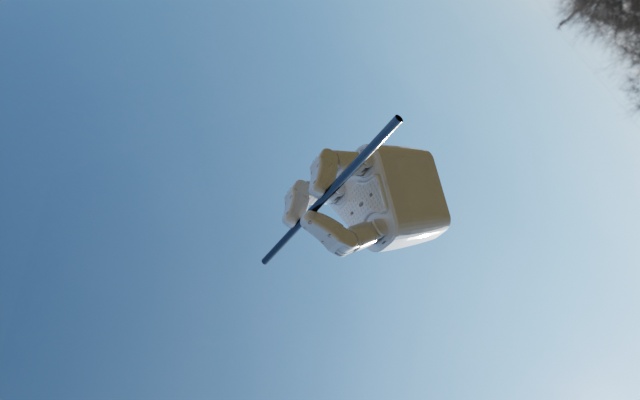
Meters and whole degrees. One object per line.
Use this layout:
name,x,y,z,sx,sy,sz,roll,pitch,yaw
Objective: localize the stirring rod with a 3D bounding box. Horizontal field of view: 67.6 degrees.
stirring rod,0.000,0.001,0.459,0.011,0.011,0.240,0,-34,-39
